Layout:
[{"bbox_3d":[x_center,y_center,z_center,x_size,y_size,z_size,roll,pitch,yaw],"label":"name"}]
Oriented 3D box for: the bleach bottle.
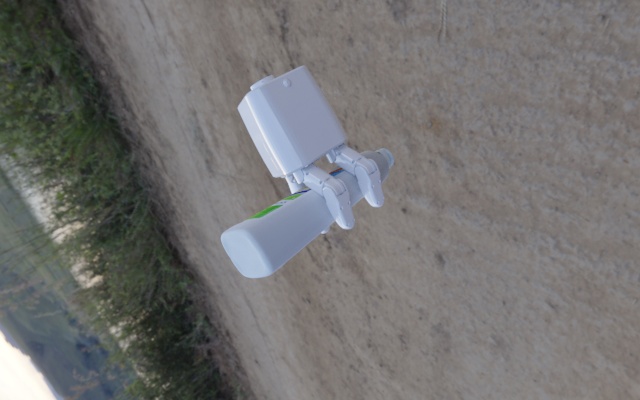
[{"bbox_3d":[0.000,0.002,0.613,0.250,0.068,0.102,-35,9,-31],"label":"bleach bottle"}]
